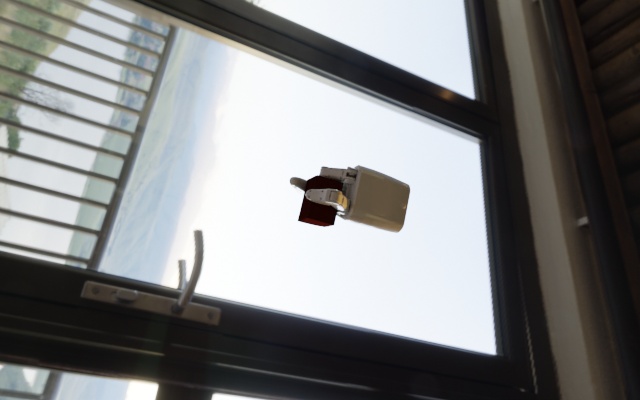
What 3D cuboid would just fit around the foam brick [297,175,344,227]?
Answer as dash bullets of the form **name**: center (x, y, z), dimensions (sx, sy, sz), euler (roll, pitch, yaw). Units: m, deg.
- **foam brick**: center (0.000, 0.003, 0.814), dimensions (0.051, 0.078, 0.053), euler (17, -13, -18)
